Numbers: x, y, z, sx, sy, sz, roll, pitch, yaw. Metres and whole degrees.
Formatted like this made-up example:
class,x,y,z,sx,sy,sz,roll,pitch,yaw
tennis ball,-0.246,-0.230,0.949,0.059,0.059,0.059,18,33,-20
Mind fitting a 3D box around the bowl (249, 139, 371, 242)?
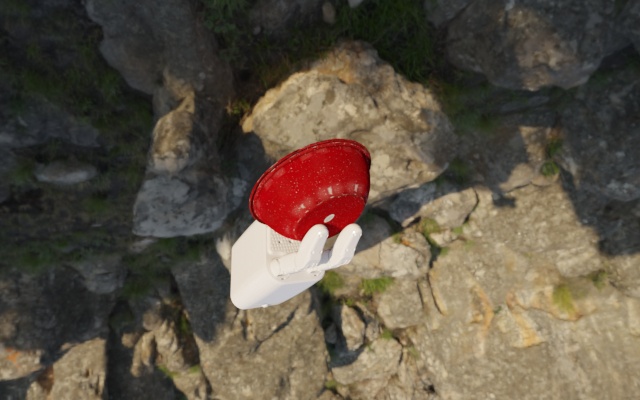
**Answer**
class,x,y,z,sx,sy,sz,roll,pitch,yaw
bowl,0.001,0.001,0.569,0.162,0.055,0.162,-21,-31,-13
